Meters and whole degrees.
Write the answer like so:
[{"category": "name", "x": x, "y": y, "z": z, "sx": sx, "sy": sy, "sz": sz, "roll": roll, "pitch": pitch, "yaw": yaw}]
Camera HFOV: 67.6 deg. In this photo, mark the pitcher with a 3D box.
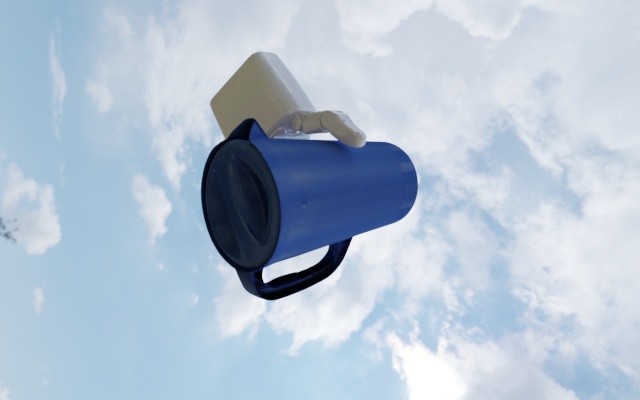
[{"category": "pitcher", "x": 0.000, "y": 0.002, "z": 0.542, "sx": 0.243, "sy": 0.145, "sz": 0.149, "roll": -9, "pitch": -33, "yaw": -43}]
